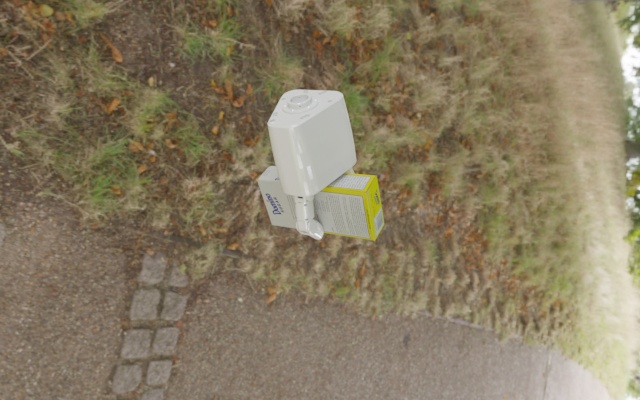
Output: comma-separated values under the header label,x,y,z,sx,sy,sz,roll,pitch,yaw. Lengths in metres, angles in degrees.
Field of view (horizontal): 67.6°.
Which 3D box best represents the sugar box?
label,x,y,z,sx,sy,sz,roll,pitch,yaw
sugar box,0.000,0.002,0.703,0.176,0.093,0.048,10,42,28
